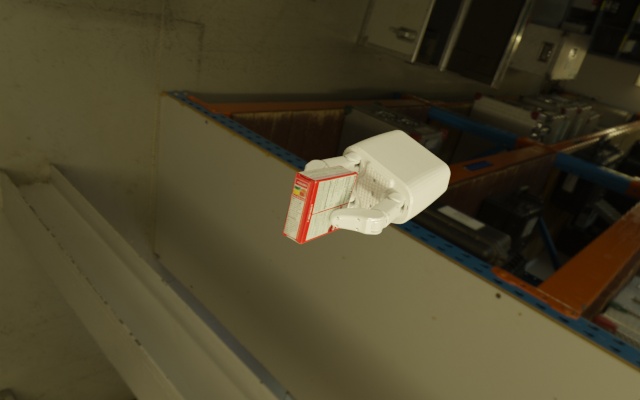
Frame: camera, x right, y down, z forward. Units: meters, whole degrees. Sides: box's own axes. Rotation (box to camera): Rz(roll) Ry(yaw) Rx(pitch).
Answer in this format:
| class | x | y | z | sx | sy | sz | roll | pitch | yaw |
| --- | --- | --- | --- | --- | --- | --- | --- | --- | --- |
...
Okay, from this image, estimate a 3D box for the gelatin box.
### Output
| class | x | y | z | sx | sy | sz | roll | pitch | yaw |
| --- | --- | --- | --- | --- | --- | --- | --- | --- | --- |
| gelatin box | 0.000 | 0.002 | 0.536 | 0.030 | 0.073 | 0.089 | 25 | 23 | 28 |
